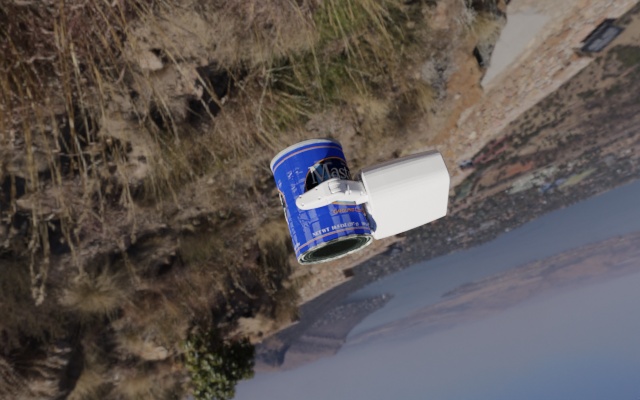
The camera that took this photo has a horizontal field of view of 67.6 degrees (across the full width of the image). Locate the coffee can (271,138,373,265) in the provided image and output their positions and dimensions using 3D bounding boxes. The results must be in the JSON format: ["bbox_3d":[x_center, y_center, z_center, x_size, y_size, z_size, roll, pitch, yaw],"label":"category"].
[{"bbox_3d":[0.000,0.002,0.639,0.103,0.140,0.103,-16,-19,-5],"label":"coffee can"}]
